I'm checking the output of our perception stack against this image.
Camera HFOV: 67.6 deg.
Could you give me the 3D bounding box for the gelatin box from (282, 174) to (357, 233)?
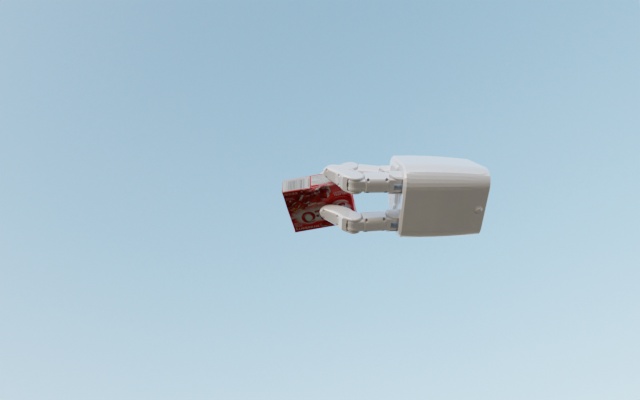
[{"bbox_3d":[0.000,0.002,0.637,0.089,0.073,0.030,-9,39,7],"label":"gelatin box"}]
